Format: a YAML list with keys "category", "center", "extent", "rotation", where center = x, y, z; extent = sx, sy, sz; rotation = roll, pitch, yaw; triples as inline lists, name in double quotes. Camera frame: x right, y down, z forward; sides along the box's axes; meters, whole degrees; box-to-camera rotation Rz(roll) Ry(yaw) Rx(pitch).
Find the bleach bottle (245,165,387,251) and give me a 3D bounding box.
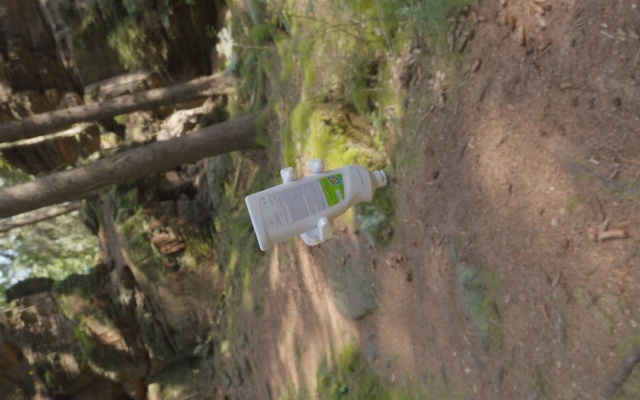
- category: "bleach bottle"
  center: [0.000, 0.003, 0.852]
  extent: [0.251, 0.102, 0.068]
  rotation: [-17, -11, -9]
